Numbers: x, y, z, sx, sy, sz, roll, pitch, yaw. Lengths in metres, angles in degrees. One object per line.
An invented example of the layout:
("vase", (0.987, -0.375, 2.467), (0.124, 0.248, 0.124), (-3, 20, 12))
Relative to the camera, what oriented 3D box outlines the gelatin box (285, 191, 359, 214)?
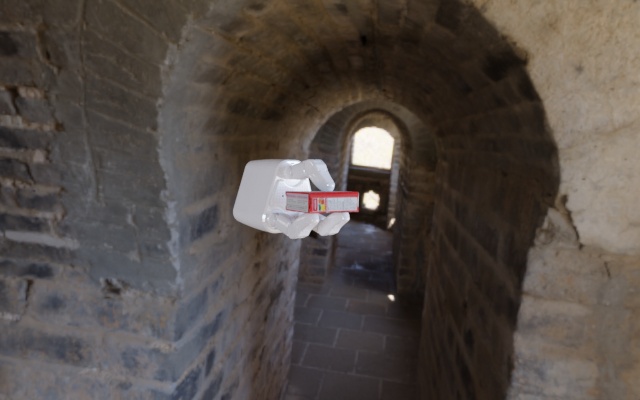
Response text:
("gelatin box", (0.000, 0.002, 0.656), (0.073, 0.030, 0.089), (-1, 2, -25))
